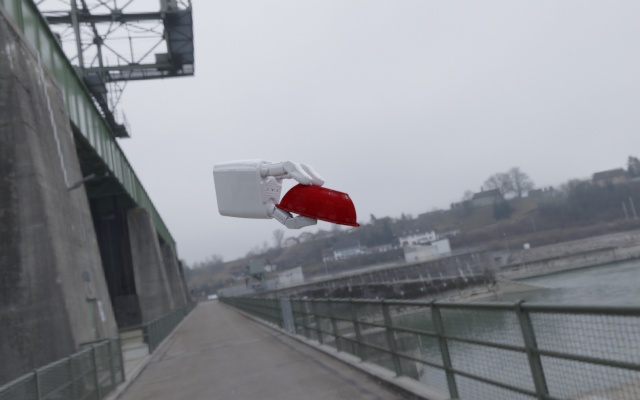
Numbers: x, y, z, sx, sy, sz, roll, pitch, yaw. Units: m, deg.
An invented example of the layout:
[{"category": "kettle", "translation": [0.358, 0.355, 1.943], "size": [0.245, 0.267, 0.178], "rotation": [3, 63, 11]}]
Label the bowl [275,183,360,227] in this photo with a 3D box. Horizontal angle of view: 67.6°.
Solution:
[{"category": "bowl", "translation": [0.002, 0.003, 0.879], "size": [0.162, 0.055, 0.162], "rotation": [14, 3, -1]}]
